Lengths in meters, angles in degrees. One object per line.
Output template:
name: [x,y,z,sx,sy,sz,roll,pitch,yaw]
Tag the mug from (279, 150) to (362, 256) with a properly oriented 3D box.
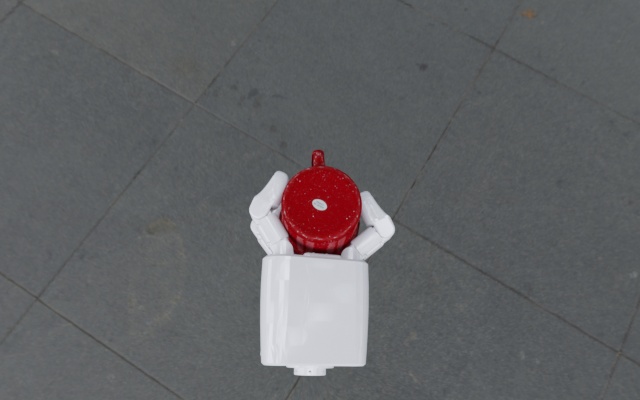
mug: [0.000,0.000,0.513,0.093,0.117,0.081,1,-17,-2]
